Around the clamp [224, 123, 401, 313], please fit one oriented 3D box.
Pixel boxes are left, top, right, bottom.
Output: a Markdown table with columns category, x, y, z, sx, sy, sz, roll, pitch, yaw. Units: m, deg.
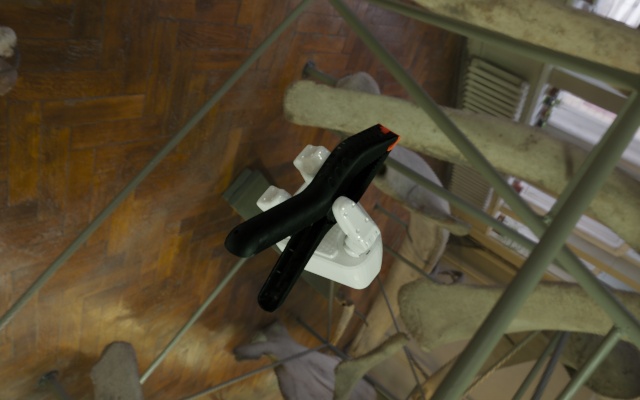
| category | x | y | z | sx | sy | sz | roll | pitch | yaw |
| --- | --- | --- | --- | --- | --- | --- | --- | --- | --- |
| clamp | 0.001 | 0.002 | 0.427 | 0.036 | 0.210 | 0.165 | 36 | -14 | 18 |
